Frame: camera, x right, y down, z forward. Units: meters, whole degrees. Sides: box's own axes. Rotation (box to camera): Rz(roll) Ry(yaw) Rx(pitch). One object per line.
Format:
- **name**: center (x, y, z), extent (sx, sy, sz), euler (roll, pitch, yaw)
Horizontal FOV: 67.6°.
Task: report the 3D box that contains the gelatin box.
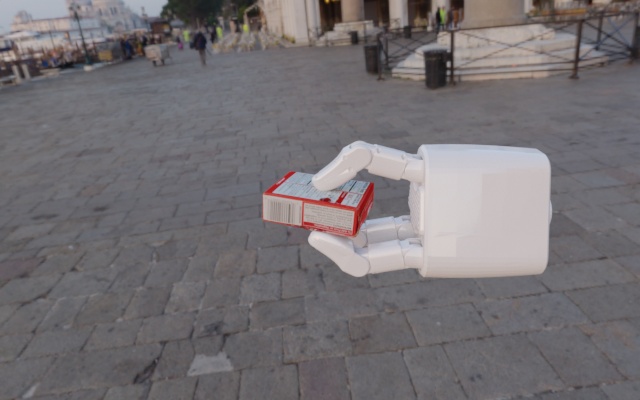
- **gelatin box**: center (0.000, 0.001, 0.443), extent (0.089, 0.030, 0.073), euler (10, 22, 13)
